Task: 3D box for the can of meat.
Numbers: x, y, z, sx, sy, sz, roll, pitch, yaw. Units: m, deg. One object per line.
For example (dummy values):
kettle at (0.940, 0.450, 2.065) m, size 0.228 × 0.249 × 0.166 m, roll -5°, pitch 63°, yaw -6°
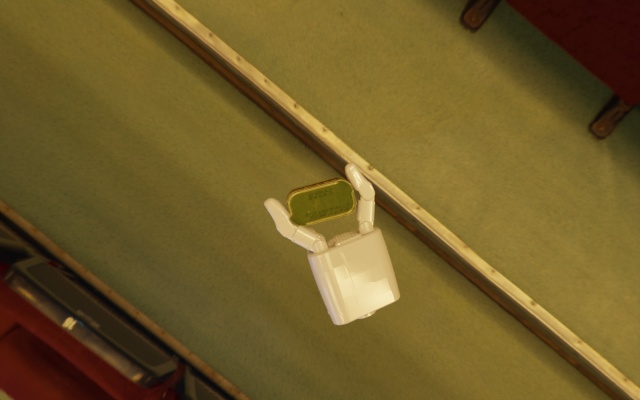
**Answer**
can of meat at (0.000, 0.002, 0.698) m, size 0.102 × 0.057 × 0.084 m, roll -15°, pitch 3°, yaw -1°
